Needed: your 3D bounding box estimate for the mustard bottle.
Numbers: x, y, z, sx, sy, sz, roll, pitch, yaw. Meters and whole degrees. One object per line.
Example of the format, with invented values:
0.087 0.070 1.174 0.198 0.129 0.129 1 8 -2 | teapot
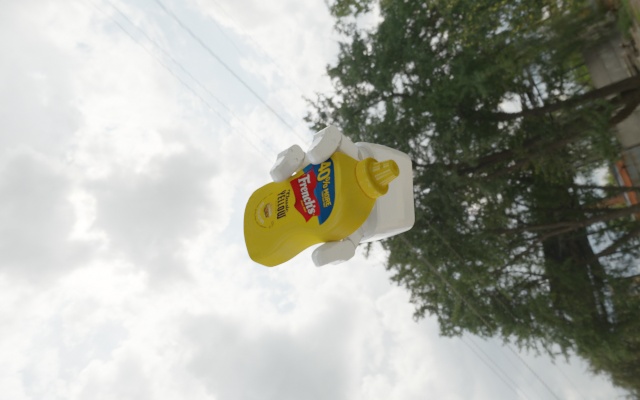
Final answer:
0.000 0.002 0.513 0.192 0.096 0.058 -24 -38 33 | mustard bottle
